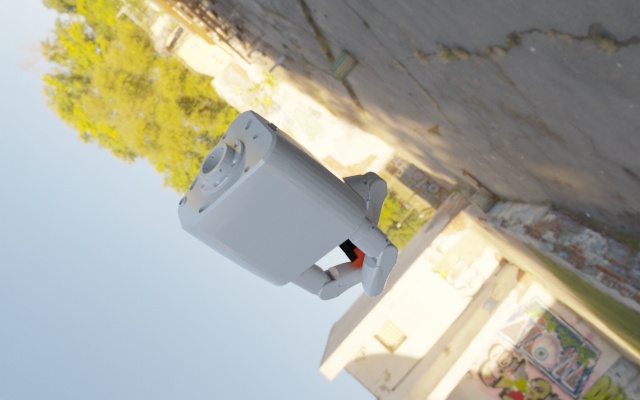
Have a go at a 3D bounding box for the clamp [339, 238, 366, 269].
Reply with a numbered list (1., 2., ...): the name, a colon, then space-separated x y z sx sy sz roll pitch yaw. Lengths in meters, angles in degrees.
1. clamp: 0.000 0.002 0.504 0.120 0.039 0.171 37 7 -35
